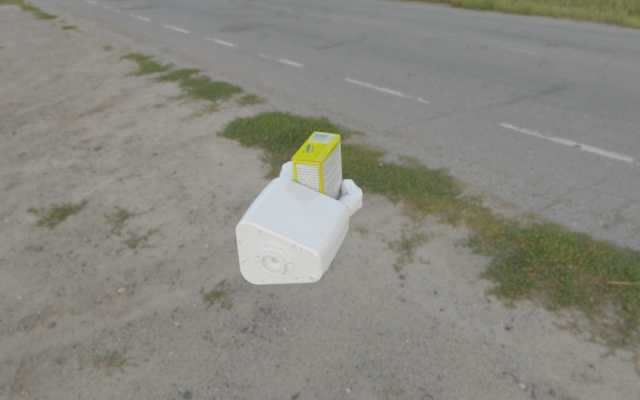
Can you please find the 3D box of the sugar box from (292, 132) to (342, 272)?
[{"bbox_3d":[0.000,0.002,0.673,0.048,0.176,0.093,10,32,17],"label":"sugar box"}]
